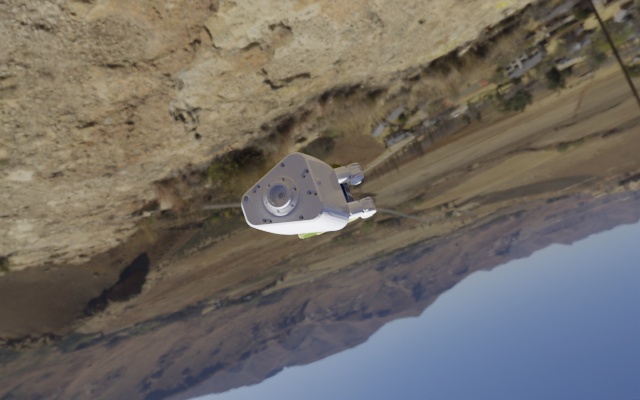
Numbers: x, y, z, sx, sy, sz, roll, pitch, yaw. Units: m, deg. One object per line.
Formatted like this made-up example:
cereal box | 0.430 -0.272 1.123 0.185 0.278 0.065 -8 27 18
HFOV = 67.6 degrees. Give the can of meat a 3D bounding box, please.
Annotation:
can of meat | 0.000 0.003 0.733 0.102 0.084 0.057 -23 -13 12
